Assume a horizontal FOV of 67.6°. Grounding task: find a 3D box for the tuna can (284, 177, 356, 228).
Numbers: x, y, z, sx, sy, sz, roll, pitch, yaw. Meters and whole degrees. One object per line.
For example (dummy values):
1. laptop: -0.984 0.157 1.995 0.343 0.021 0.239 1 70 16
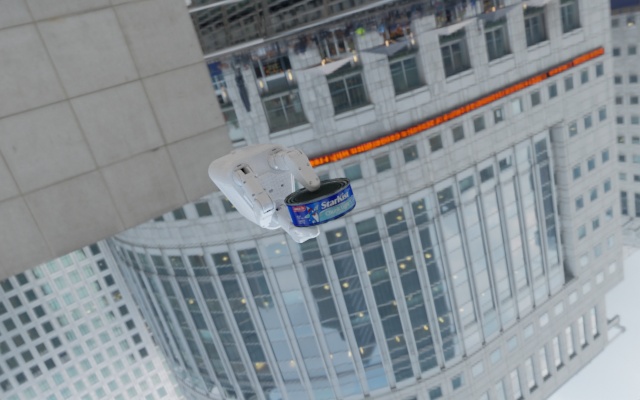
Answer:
1. tuna can: 0.000 0.002 0.595 0.086 0.034 0.086 -17 14 4
